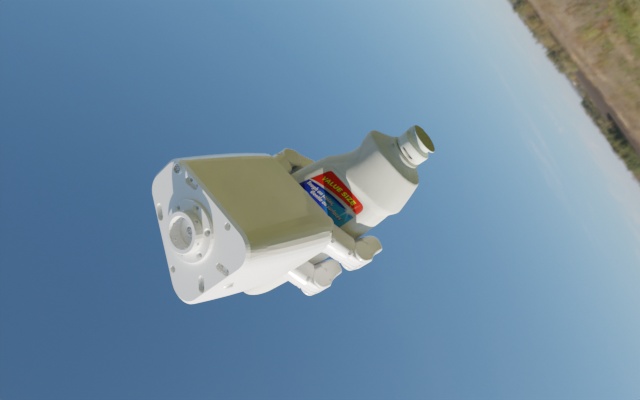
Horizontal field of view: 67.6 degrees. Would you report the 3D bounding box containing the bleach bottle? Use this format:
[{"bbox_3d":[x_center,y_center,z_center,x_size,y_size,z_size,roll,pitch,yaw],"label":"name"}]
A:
[{"bbox_3d":[0.000,0.002,0.483,0.251,0.102,0.068,-36,-15,31],"label":"bleach bottle"}]
